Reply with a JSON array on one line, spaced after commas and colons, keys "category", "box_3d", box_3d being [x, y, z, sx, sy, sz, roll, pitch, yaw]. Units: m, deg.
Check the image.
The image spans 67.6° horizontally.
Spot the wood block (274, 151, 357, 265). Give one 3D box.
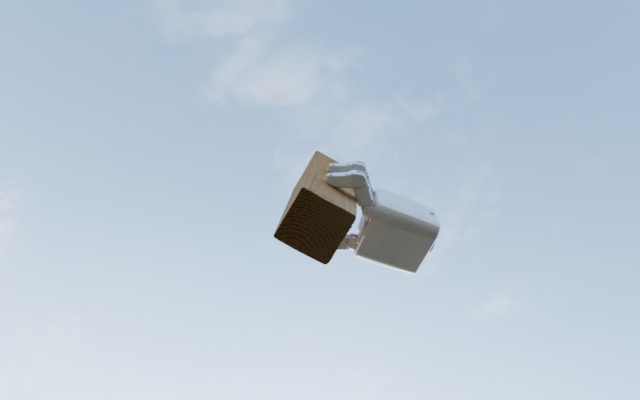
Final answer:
[{"category": "wood block", "box_3d": [0.000, 0.003, 0.760, 0.090, 0.091, 0.206, 29, 20, -5]}]
